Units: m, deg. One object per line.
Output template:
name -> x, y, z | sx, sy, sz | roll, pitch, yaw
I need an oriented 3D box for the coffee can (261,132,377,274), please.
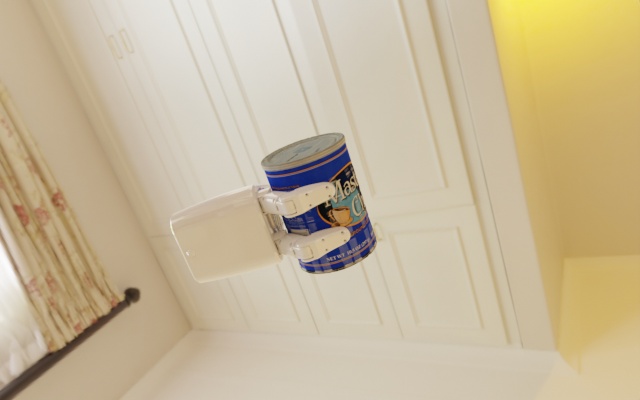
coffee can -> 0.000, 0.002, 0.576 | 0.103, 0.140, 0.102 | -17, 18, 6
